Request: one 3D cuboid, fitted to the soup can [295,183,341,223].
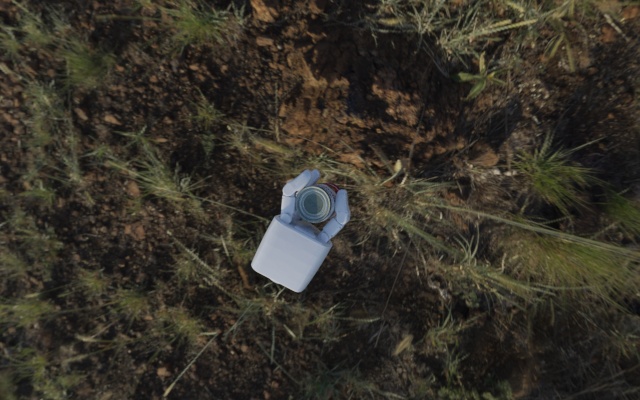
[{"bbox_3d":[0.000,0.003,0.876,0.068,0.068,0.102,0,4,16],"label":"soup can"}]
